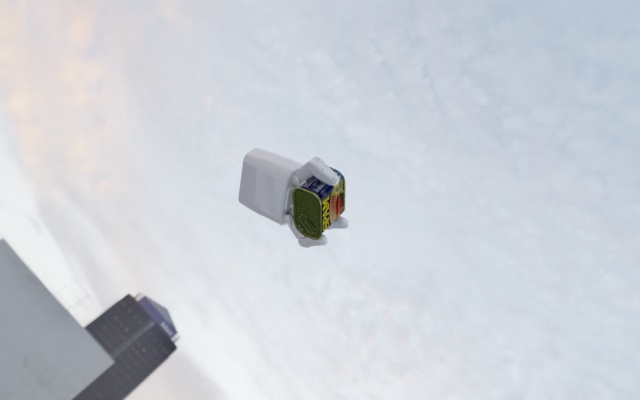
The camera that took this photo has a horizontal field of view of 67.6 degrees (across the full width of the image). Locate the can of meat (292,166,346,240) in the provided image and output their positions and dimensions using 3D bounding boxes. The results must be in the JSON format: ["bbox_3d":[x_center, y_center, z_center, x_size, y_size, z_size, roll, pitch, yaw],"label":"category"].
[{"bbox_3d":[0.000,0.002,0.822,0.057,0.102,0.084,22,44,26],"label":"can of meat"}]
